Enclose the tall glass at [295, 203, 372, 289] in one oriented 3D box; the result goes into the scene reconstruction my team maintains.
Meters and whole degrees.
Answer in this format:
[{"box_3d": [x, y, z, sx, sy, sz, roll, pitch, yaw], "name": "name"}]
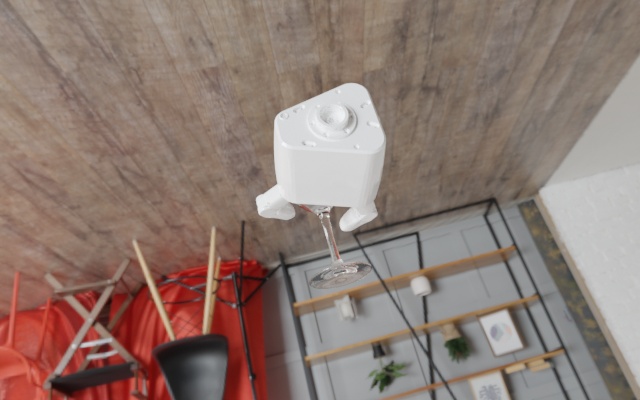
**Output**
[{"box_3d": [0.000, 0.003, 0.593, 0.079, 0.201, 0.079, -12, -28, -6], "name": "tall glass"}]
